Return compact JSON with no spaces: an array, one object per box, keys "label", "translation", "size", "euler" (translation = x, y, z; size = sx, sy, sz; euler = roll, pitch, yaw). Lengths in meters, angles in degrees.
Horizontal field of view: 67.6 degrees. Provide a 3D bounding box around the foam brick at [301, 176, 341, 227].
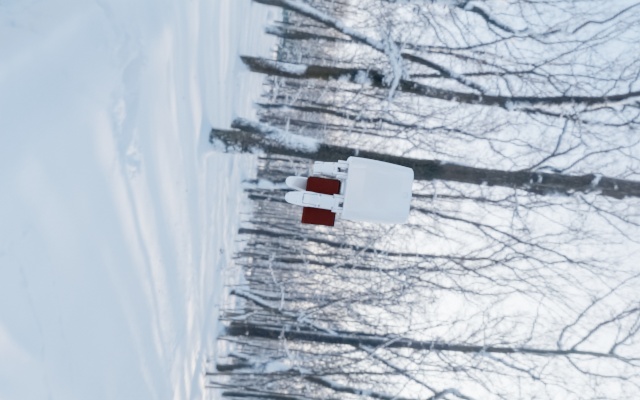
[{"label":"foam brick","translation":[0.000,0.003,0.783],"size":[0.051,0.078,0.053],"euler":[9,-2,-6]}]
